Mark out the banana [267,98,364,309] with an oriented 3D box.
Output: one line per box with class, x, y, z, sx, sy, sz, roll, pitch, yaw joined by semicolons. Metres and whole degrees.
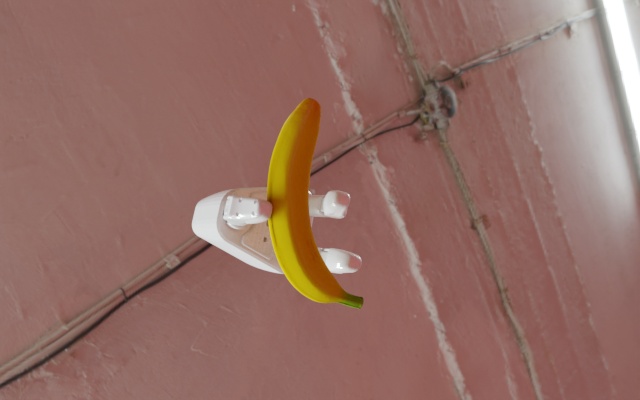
banana;-0.016;0.008;0.431;0.069;0.198;0.037;-13;3;-26
